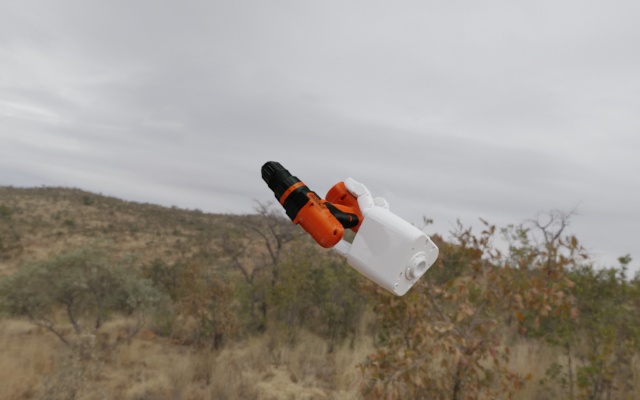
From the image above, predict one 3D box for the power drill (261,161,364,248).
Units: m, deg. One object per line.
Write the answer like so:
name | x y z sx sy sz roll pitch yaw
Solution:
power drill | 0.001 0.003 0.826 0.184 0.057 0.187 48 24 22
